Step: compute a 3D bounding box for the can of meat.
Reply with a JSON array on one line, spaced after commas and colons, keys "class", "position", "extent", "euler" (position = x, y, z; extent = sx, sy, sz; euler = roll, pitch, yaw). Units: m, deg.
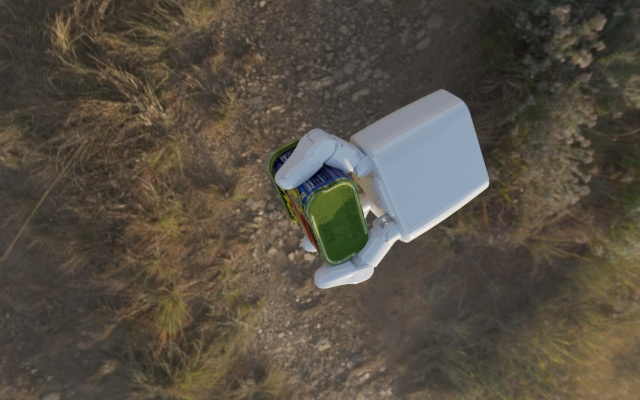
[{"class": "can of meat", "position": [0.000, 0.002, 0.463], "extent": [0.057, 0.102, 0.084], "euler": [-29, 42, -11]}]
